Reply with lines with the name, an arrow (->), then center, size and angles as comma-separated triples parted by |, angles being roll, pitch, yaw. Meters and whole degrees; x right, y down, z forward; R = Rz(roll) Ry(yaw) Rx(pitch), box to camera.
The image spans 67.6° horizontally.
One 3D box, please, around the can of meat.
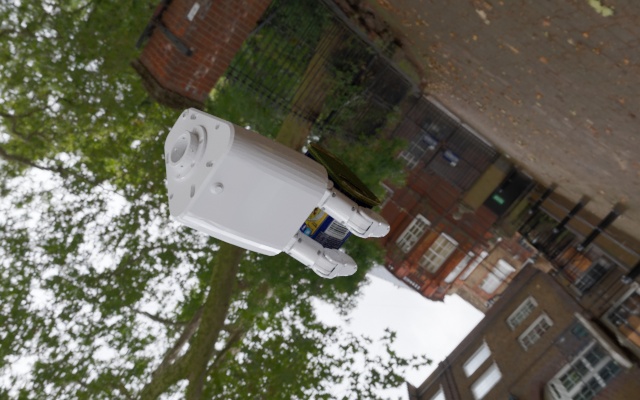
can of meat -> 0.000, 0.002, 0.505 | 0.057, 0.084, 0.102 | 24, 19, -45
